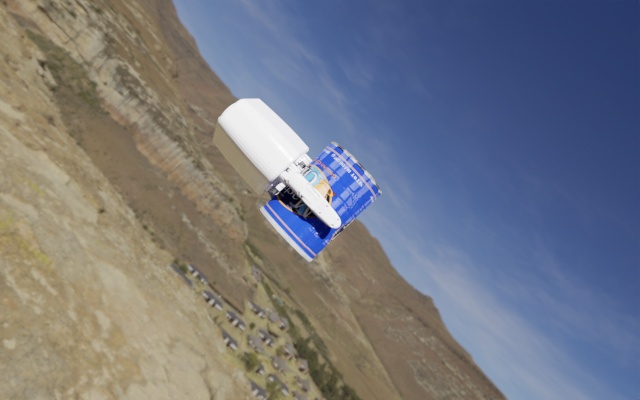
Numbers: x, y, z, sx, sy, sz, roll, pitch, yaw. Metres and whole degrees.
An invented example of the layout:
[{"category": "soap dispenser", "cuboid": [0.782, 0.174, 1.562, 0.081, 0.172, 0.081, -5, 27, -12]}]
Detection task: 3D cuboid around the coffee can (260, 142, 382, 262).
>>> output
[{"category": "coffee can", "cuboid": [0.000, 0.002, 0.671, 0.140, 0.103, 0.103, -43, 3, -3]}]
